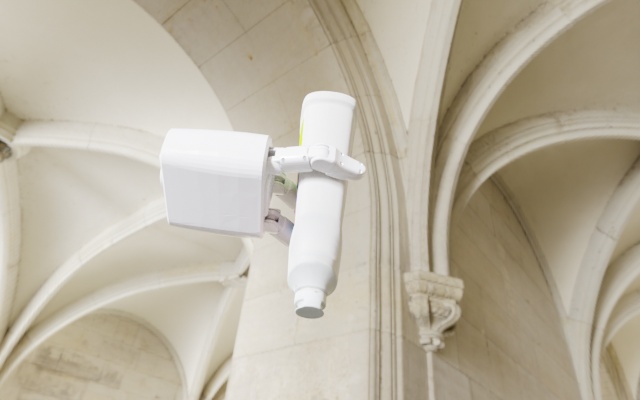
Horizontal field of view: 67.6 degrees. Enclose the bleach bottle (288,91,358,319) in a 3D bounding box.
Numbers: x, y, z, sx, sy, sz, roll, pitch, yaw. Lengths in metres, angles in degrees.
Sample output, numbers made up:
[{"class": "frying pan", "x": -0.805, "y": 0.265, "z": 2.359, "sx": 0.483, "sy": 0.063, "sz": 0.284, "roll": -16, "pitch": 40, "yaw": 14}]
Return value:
[{"class": "bleach bottle", "x": 0.000, "y": 0.002, "z": 0.521, "sx": 0.068, "sy": 0.250, "sz": 0.103, "roll": 6, "pitch": -37, "yaw": 0}]
